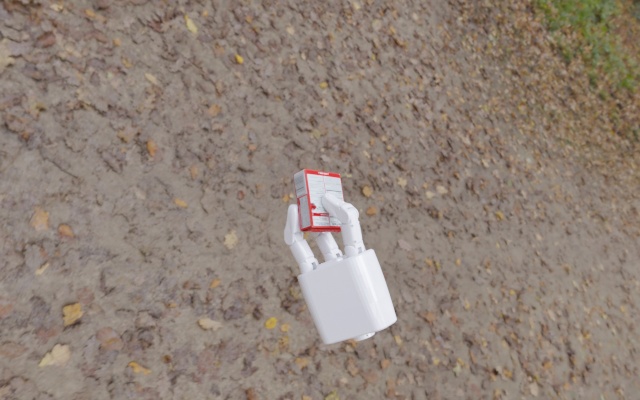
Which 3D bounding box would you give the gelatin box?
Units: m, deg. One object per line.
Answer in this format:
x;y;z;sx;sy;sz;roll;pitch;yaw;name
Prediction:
0.000;0.002;0.703;0.073;0.089;0.030;4;-17;-43;gelatin box
